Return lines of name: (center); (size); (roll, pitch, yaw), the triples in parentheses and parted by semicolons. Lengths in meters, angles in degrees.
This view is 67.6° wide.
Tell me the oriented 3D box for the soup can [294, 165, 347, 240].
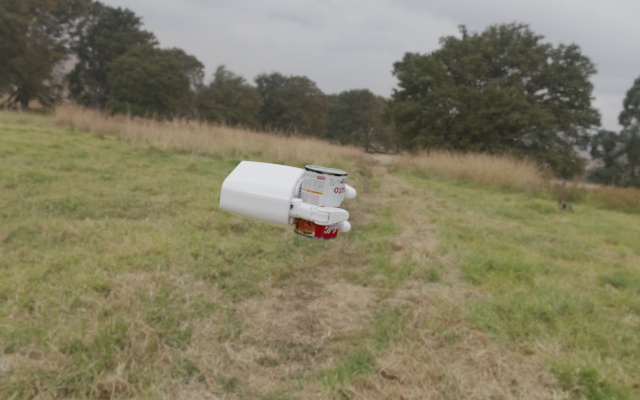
soup can: (0.001, 0.002, 0.728); (0.068, 0.102, 0.068); (9, 10, -2)
